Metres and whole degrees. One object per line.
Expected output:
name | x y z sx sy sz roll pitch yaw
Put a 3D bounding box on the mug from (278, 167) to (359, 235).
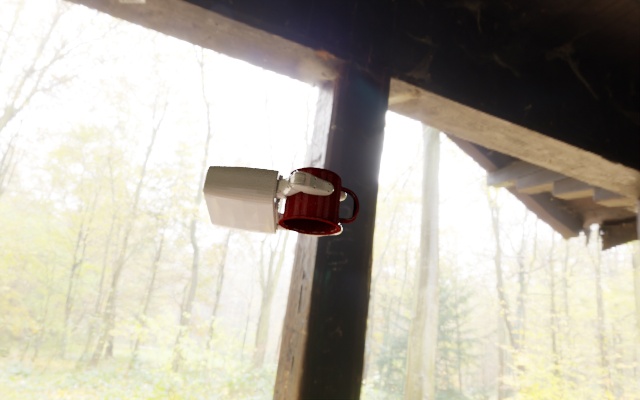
mug | 0.002 0.002 0.714 0.117 0.081 0.093 6 -19 0
